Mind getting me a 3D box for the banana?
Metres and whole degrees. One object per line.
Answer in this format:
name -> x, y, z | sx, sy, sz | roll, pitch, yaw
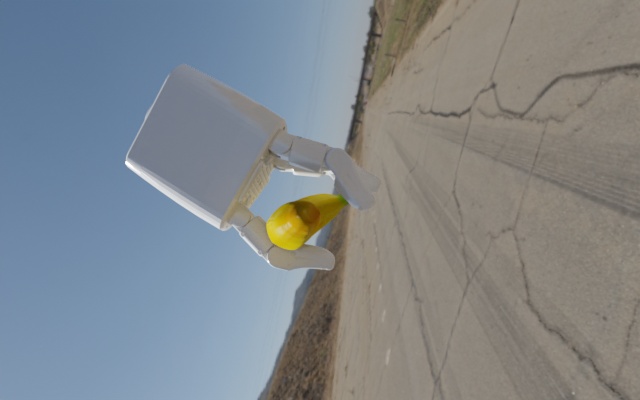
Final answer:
banana -> -0.013, 0.013, 0.414 | 0.069, 0.037, 0.198 | -41, -3, 14
